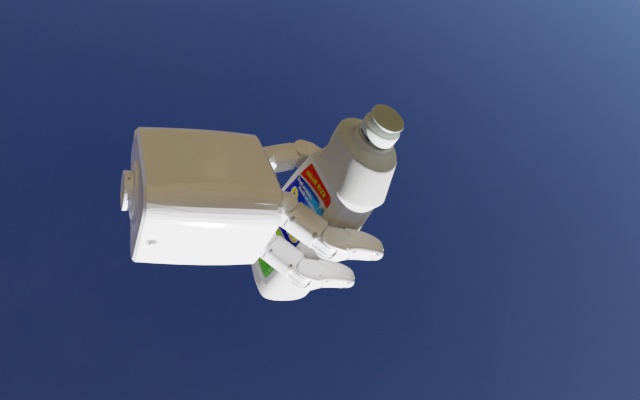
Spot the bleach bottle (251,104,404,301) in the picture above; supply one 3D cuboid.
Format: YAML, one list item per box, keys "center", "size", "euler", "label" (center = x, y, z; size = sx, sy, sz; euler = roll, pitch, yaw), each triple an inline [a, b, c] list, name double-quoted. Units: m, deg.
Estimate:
- center: [0.000, 0.002, 0.457]
  size: [0.068, 0.102, 0.251]
  euler: [3, -36, -27]
  label: "bleach bottle"
